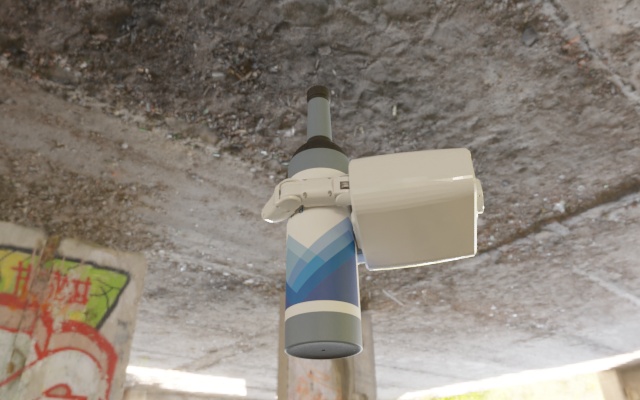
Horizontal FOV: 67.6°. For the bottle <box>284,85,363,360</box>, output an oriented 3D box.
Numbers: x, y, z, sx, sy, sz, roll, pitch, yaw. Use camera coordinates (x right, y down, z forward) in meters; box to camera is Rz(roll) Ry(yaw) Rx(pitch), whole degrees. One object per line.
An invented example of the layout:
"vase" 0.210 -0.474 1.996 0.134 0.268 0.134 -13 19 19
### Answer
"bottle" 0.000 0.002 0.480 0.069 0.295 0.069 -1 -31 0
